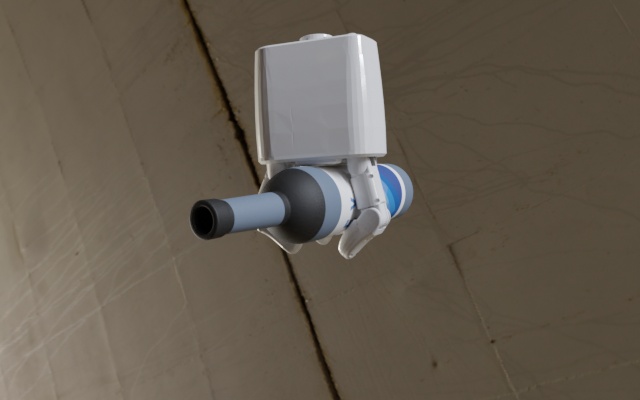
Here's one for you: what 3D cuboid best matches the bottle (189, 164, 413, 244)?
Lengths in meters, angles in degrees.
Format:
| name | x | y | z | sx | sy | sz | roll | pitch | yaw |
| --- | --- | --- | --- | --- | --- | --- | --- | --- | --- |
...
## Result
| name | x | y | z | sx | sy | sz | roll | pitch | yaw |
| --- | --- | --- | --- | --- | --- | --- | --- | --- | --- |
| bottle | 0.000 | 0.002 | 0.442 | 0.069 | 0.069 | 0.295 | 0 | 5 | 32 |
